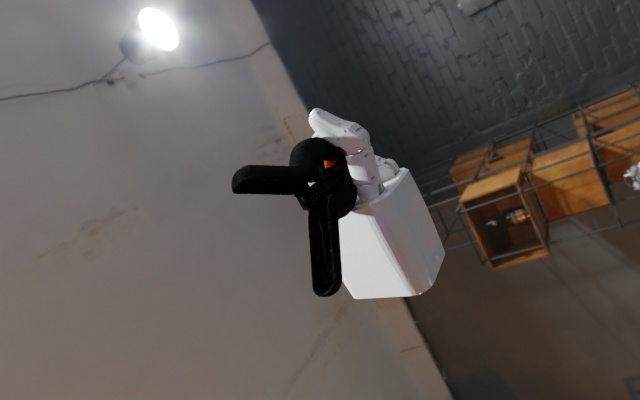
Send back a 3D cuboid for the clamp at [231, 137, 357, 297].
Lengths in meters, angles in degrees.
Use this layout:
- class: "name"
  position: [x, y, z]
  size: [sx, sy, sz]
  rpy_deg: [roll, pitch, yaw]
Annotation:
- class: "clamp"
  position: [0.000, 0.001, 0.417]
  size: [0.039, 0.120, 0.171]
  rpy_deg: [-21, 12, 31]
